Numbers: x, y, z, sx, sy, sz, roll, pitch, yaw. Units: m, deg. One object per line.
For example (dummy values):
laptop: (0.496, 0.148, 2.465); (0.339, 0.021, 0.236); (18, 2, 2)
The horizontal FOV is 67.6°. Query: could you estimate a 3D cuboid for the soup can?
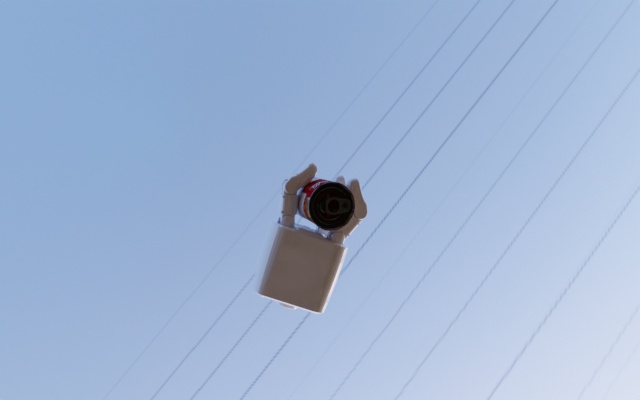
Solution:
soup can: (0.000, 0.002, 0.698); (0.068, 0.068, 0.102); (0, 7, -19)
